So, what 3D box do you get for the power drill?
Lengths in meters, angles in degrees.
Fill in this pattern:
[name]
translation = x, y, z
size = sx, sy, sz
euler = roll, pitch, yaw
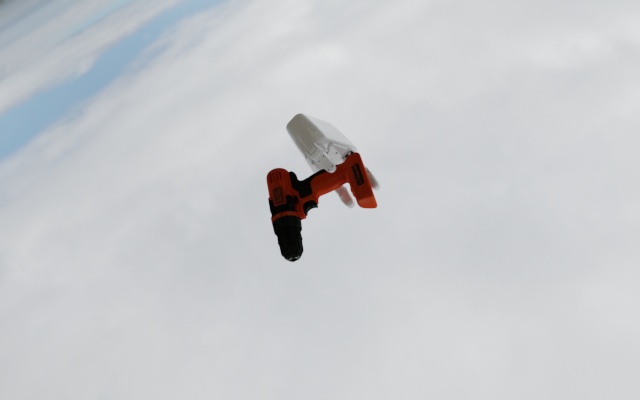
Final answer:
[power drill]
translation = 0.001, 0.002, 0.840
size = 0.187, 0.184, 0.057
euler = -17, -28, 6
